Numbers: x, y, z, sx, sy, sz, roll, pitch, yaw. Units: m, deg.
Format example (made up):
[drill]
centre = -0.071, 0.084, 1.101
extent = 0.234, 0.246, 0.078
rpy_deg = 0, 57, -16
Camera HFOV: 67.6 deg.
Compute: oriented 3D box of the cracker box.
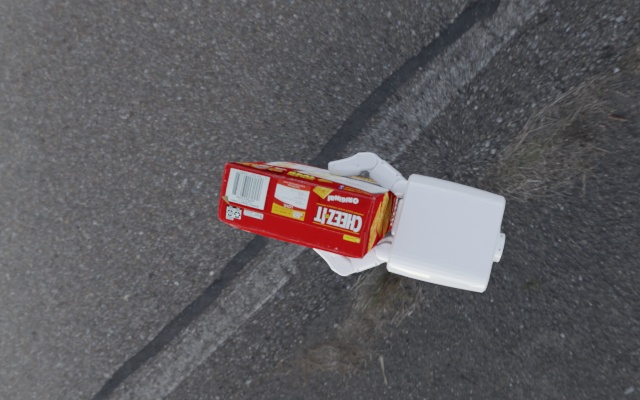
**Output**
[cracker box]
centre = 0.000, 0.002, 0.576
extent = 0.164, 0.072, 0.213
rpy_deg = 13, 8, 14
